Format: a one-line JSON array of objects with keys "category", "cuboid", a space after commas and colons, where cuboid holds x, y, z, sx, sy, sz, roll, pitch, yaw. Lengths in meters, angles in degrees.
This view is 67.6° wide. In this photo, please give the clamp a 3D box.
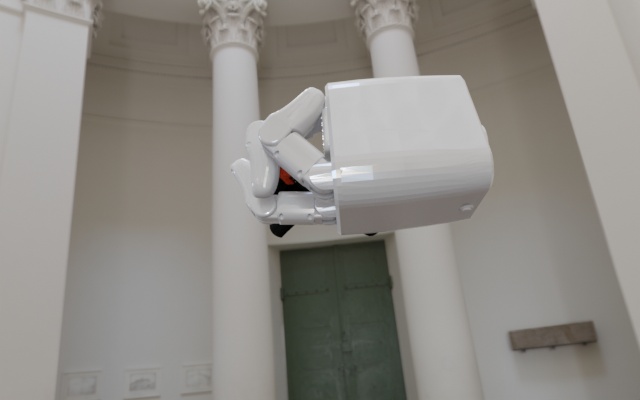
[{"category": "clamp", "cuboid": [0.000, 0.001, 0.452, 0.120, 0.039, 0.171, -4, -20, 2]}]
